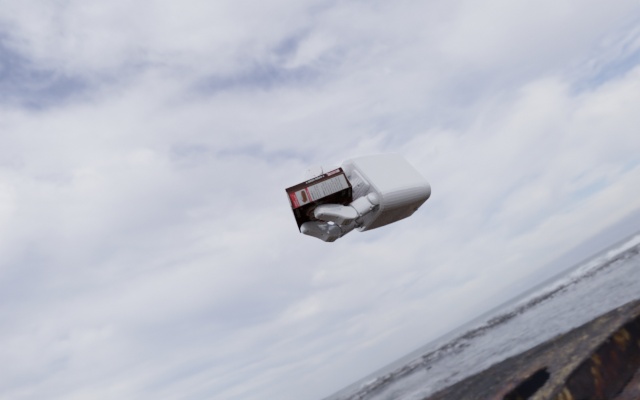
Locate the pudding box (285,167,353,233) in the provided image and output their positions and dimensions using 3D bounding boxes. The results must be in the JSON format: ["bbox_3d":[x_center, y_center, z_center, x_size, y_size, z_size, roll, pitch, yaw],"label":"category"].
[{"bbox_3d":[0.000,0.002,0.703,0.090,0.039,0.113,-22,-23,-5],"label":"pudding box"}]
